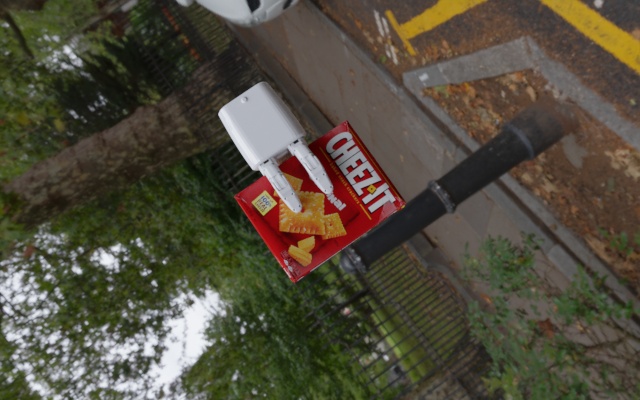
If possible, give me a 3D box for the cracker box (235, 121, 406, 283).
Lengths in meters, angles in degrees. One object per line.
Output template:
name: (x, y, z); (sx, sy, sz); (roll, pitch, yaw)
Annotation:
cracker box: (0.000, 0.003, 0.753); (0.213, 0.164, 0.072); (-35, -5, -3)
